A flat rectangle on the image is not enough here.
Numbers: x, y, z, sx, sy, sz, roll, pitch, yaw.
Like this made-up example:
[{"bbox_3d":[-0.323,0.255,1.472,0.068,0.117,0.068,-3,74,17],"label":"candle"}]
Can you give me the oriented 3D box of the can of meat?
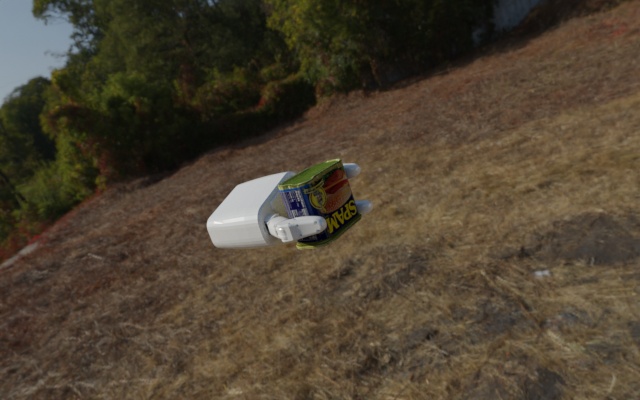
[{"bbox_3d":[0.000,0.002,0.608,0.057,0.084,0.102,-8,17,38],"label":"can of meat"}]
